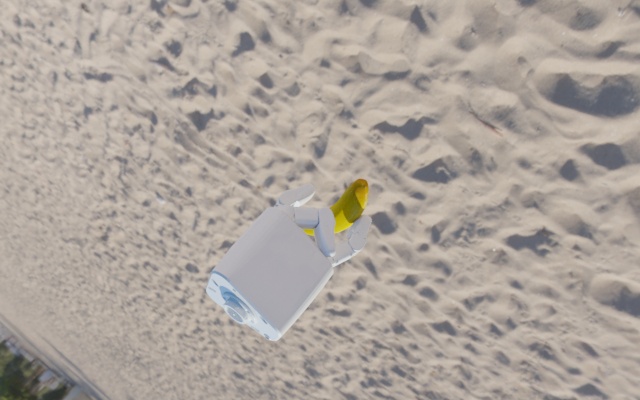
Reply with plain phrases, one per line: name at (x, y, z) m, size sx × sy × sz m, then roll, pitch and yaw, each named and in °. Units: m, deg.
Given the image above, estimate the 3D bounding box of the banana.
banana at (0.009, 0.017, 0.669) m, size 0.198 × 0.070 × 0.037 m, roll -13°, pitch 30°, yaw 52°
